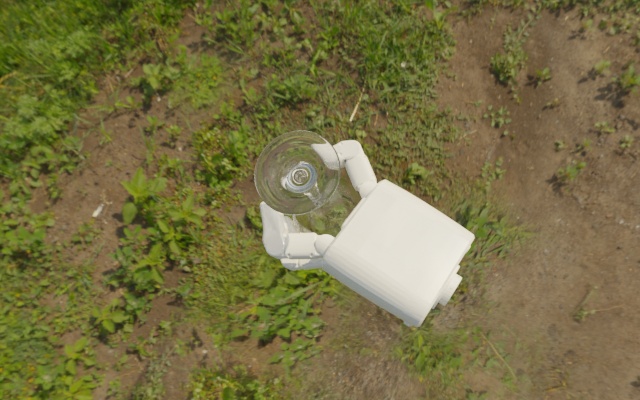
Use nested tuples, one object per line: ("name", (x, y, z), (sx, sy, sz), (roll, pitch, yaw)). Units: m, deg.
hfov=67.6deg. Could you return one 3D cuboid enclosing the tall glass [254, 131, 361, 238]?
("tall glass", (0.000, 0.001, 0.491), (0.079, 0.079, 0.201), (0, -15, 12))
